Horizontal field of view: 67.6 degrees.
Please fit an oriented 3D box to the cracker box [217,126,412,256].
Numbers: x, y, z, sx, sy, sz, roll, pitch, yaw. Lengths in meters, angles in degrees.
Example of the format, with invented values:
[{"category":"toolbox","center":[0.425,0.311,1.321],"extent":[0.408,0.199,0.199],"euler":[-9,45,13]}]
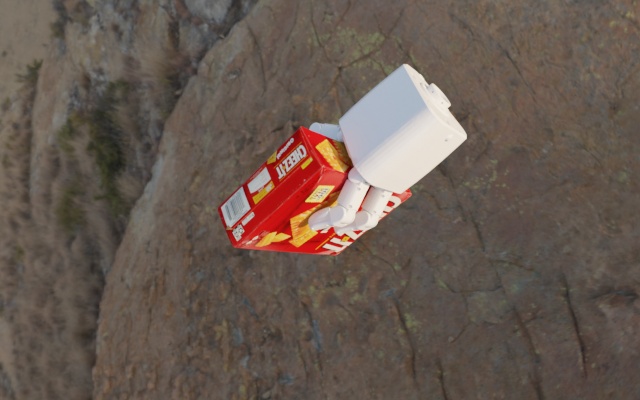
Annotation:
[{"category":"cracker box","center":[0.000,0.002,0.636],"extent":[0.164,0.072,0.214],"euler":[-41,-30,26]}]
